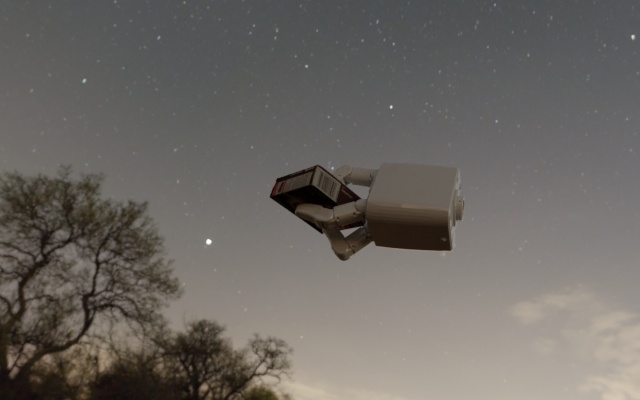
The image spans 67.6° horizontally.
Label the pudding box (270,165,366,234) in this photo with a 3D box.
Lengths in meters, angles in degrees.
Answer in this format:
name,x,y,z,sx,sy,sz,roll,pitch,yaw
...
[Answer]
name,x,y,z,sx,sy,sz,roll,pitch,yaw
pudding box,0.000,0.002,0.672,0.090,0.039,0.113,-16,-45,44
